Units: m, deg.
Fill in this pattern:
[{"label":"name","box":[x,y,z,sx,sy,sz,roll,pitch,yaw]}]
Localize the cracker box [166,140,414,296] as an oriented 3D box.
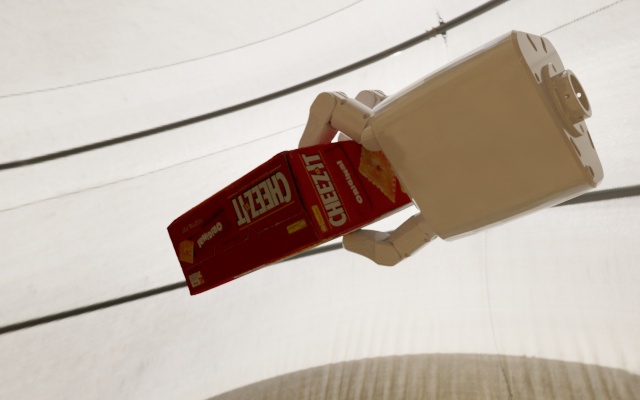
[{"label":"cracker box","box":[0.000,0.002,0.425,0.164,0.072,0.213,-27,-7,40]}]
